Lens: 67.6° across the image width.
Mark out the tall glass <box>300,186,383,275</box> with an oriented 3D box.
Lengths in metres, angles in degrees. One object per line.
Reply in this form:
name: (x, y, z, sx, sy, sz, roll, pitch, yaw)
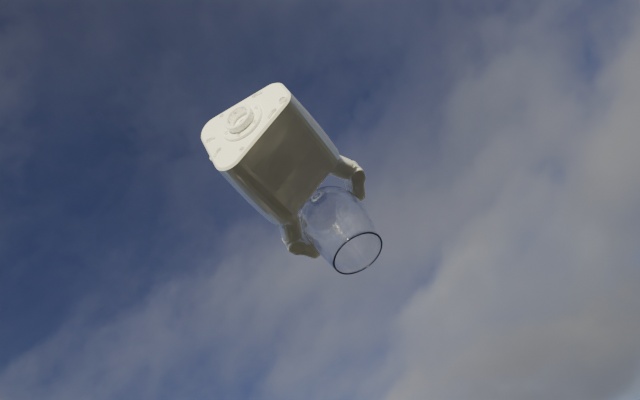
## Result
tall glass: (0.000, 0.002, 0.596, 0.079, 0.079, 0.201, 0, 35, -31)
